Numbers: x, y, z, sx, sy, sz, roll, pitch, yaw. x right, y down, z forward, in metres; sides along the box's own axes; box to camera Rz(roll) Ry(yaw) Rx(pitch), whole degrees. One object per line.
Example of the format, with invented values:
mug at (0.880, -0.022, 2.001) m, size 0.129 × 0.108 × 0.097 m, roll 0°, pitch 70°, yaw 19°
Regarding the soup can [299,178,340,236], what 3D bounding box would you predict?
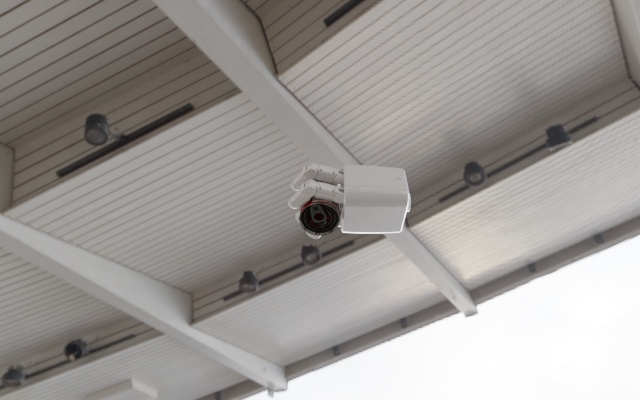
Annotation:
soup can at (0.000, 0.003, 0.829) m, size 0.068 × 0.069 × 0.102 m, roll 0°, pitch 36°, yaw 2°
